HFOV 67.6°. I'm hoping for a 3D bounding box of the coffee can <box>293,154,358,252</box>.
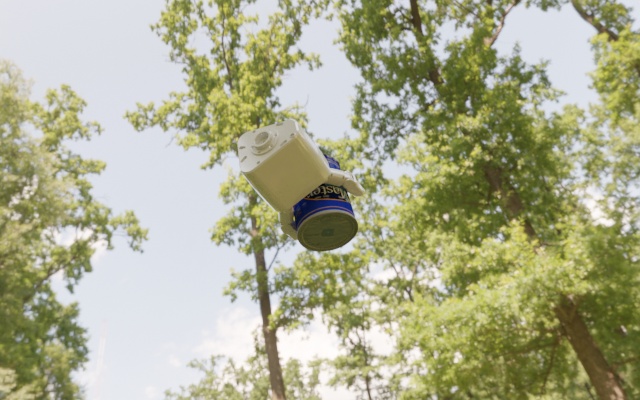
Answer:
[{"bbox_3d":[0.000,0.003,0.831,0.103,0.140,0.103,-8,-41,-7],"label":"coffee can"}]
